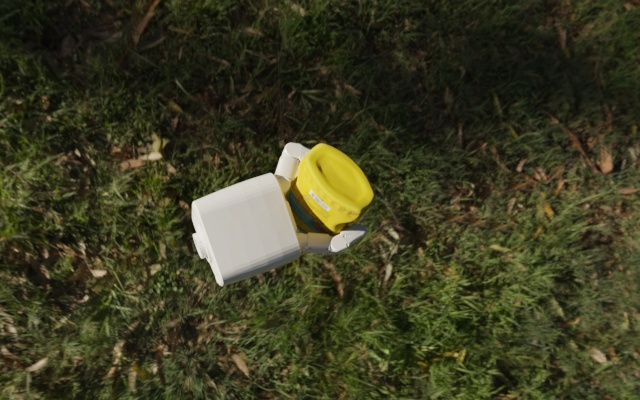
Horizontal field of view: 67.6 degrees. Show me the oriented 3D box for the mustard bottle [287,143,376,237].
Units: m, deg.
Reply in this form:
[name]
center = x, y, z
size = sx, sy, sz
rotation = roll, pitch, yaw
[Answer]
[mustard bottle]
center = 0.000, 0.002, 0.631
size = 0.058, 0.096, 0.192
rotation = -46, -2, -23
